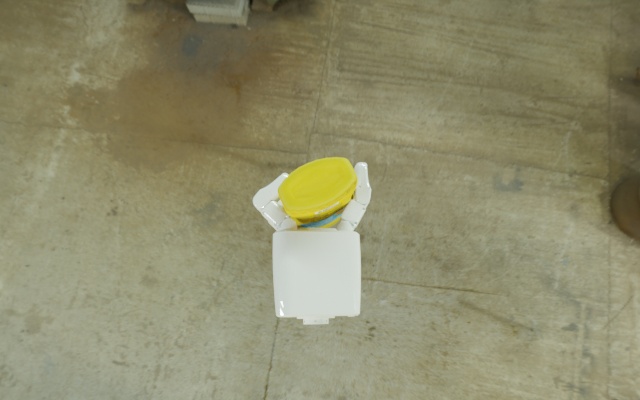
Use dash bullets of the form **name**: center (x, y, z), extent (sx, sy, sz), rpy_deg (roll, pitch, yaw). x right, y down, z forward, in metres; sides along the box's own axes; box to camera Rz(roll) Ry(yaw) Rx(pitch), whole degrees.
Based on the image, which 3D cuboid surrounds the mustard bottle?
- **mustard bottle**: center (0.000, 0.002, 0.656), extent (0.096, 0.058, 0.192), rpy_deg (-26, -14, -4)
